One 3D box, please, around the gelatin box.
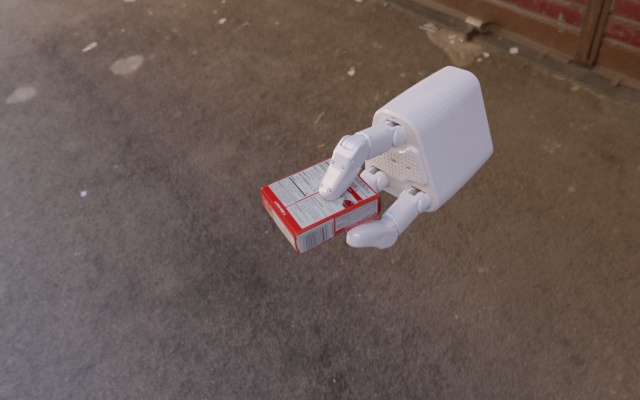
[{"bbox_3d":[0.000,0.001,0.444,0.089,0.030,0.073,-24,46,-19],"label":"gelatin box"}]
